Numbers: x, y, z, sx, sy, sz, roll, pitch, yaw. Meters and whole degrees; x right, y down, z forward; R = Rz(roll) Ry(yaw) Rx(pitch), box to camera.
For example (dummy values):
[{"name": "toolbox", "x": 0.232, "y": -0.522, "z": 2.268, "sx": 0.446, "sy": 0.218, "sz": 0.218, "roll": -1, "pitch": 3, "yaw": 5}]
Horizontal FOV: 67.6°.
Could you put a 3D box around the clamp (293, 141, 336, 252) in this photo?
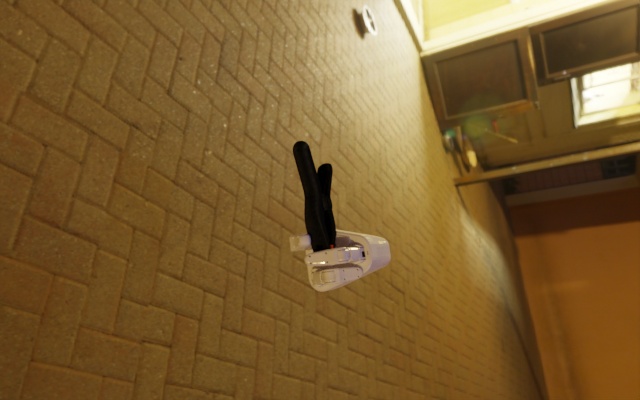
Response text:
[{"name": "clamp", "x": 0.001, "y": 0.002, "z": 0.722, "sx": 0.039, "sy": 0.171, "sz": 0.120, "roll": -11, "pitch": -8, "yaw": 25}]
